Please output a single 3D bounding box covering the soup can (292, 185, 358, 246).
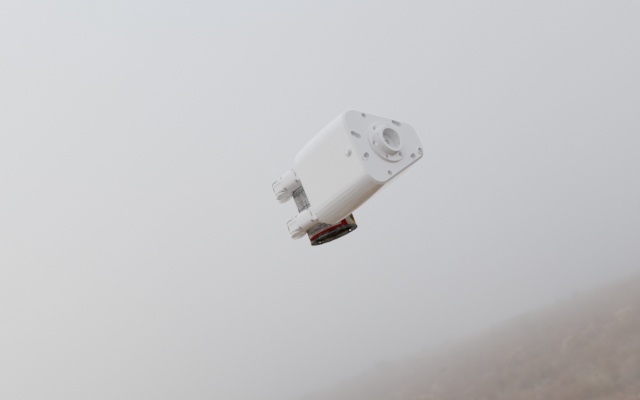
[{"bbox_3d":[0.000,0.002,0.651,0.068,0.102,0.068,-21,-13,-5],"label":"soup can"}]
